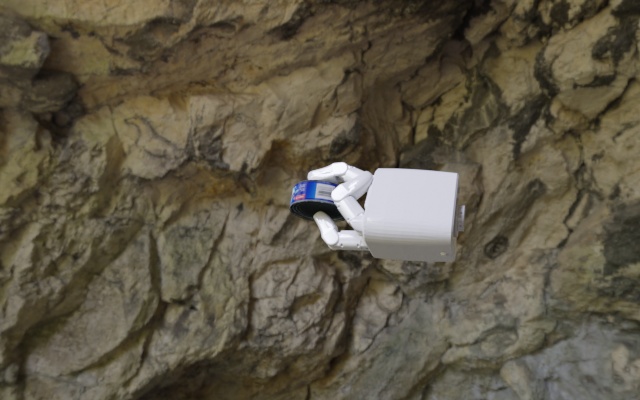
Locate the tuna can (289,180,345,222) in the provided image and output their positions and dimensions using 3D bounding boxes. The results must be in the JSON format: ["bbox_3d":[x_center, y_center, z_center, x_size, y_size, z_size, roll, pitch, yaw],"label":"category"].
[{"bbox_3d":[0.000,0.002,0.682,0.086,0.033,0.086,6,-21,2],"label":"tuna can"}]
